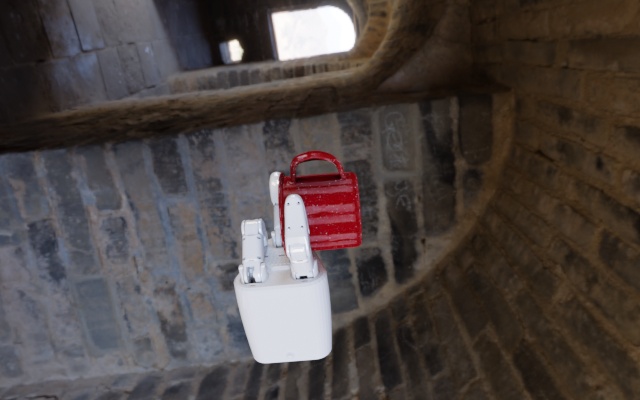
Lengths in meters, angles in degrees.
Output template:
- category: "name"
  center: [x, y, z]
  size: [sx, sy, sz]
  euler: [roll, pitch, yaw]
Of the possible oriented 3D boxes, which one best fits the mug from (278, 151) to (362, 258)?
- category: "mug"
  center: [0.000, 0.000, 0.509]
  size: [0.081, 0.117, 0.093]
  euler: [-5, 26, 2]
